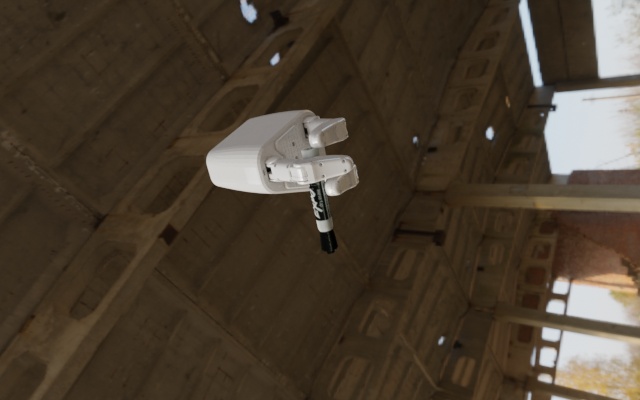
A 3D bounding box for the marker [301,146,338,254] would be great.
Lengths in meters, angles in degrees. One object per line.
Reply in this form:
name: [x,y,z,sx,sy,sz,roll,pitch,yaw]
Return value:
marker: [0.000,0.002,0.518,0.020,0.121,0.020,-11,17,3]
